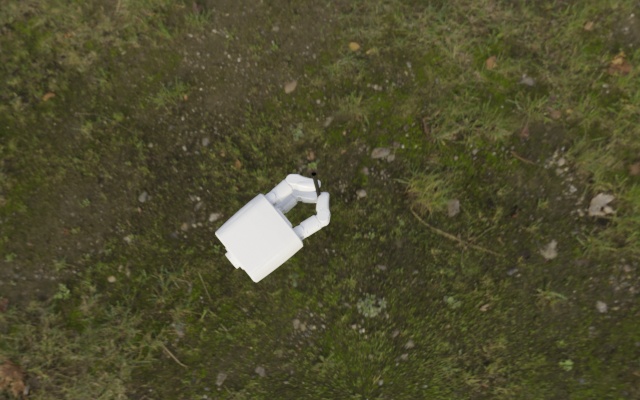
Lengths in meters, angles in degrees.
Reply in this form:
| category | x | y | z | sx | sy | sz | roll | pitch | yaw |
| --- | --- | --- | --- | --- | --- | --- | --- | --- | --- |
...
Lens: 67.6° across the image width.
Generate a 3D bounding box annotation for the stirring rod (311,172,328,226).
| category | x | y | z | sx | sy | sz | roll | pitch | yaw |
| --- | --- | --- | --- | --- | --- | --- | --- | --- | --- |
| stirring rod | 0.000 | 0.003 | 0.882 | 0.011 | 0.011 | 0.240 | 0 | -23 | 6 |
